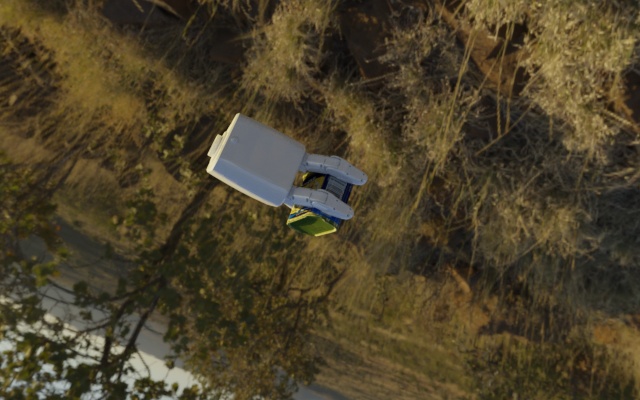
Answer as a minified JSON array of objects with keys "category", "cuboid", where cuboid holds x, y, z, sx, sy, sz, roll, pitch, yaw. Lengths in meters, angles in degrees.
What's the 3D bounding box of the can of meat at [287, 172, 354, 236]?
[{"category":"can of meat","cuboid":[0.000,0.003,0.703,0.057,0.084,0.102,29,-23,-20]}]
